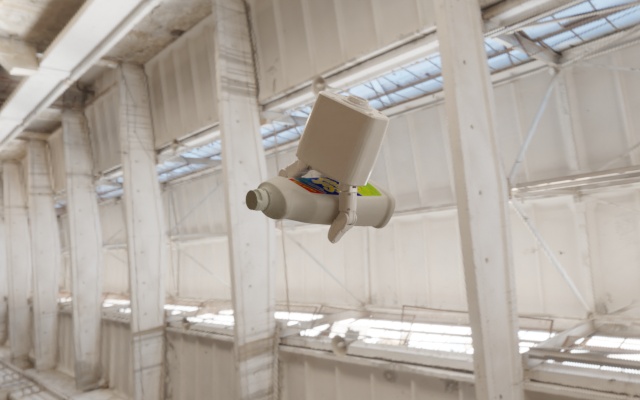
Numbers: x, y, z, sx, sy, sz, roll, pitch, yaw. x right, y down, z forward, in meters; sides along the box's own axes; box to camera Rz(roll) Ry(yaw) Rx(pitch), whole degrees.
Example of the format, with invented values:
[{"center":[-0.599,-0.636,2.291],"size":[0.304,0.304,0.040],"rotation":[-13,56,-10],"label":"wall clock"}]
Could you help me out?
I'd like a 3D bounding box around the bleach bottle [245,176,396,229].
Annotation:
[{"center":[0.000,0.002,0.739],"size":[0.251,0.068,0.102],"rotation":[-1,31,-44],"label":"bleach bottle"}]
